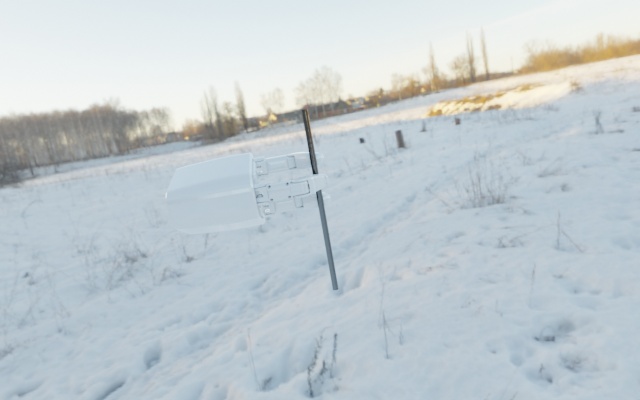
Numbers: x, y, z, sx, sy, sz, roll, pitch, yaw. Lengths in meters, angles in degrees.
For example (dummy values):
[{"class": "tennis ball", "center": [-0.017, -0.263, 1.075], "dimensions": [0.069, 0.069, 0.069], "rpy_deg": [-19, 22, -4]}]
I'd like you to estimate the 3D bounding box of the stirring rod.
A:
[{"class": "stirring rod", "center": [0.000, 0.002, 0.622], "dimensions": [0.011, 0.239, 0.011], "rpy_deg": [-10, 9, 2]}]
